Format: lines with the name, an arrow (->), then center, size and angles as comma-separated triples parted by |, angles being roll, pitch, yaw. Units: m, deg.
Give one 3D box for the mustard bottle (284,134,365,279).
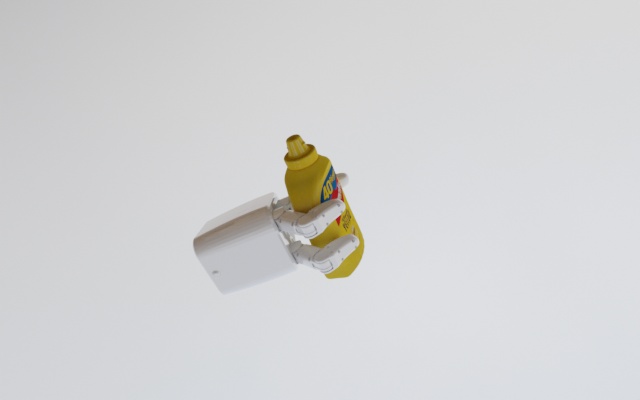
mustard bottle -> 0.001, 0.002, 0.608 | 0.058, 0.192, 0.096 | -9, 34, 25
